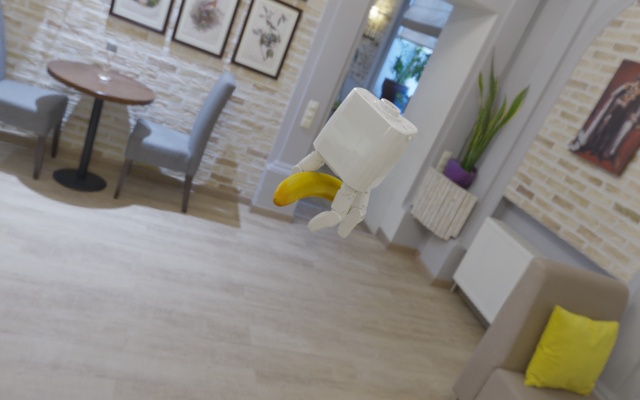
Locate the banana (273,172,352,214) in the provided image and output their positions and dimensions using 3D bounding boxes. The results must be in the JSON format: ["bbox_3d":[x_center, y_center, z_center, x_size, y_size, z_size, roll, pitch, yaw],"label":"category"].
[{"bbox_3d":[-0.004,-0.013,0.726,0.037,0.069,0.198,-39,-31,29],"label":"banana"}]
